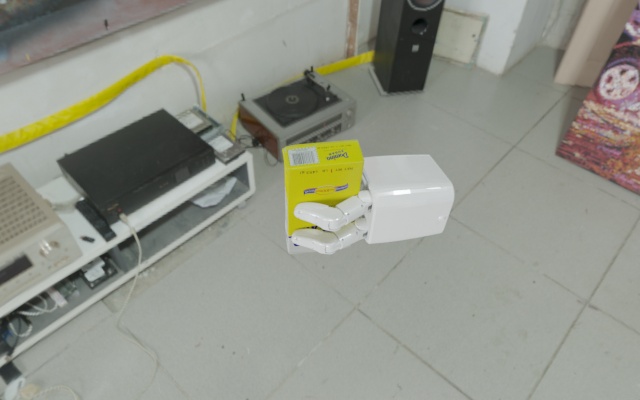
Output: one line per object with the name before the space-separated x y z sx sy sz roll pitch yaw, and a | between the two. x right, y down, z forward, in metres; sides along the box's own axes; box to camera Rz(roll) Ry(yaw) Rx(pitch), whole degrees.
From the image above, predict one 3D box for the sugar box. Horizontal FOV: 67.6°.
sugar box | 0.000 0.002 0.621 0.093 0.048 0.176 -6 -42 -7
